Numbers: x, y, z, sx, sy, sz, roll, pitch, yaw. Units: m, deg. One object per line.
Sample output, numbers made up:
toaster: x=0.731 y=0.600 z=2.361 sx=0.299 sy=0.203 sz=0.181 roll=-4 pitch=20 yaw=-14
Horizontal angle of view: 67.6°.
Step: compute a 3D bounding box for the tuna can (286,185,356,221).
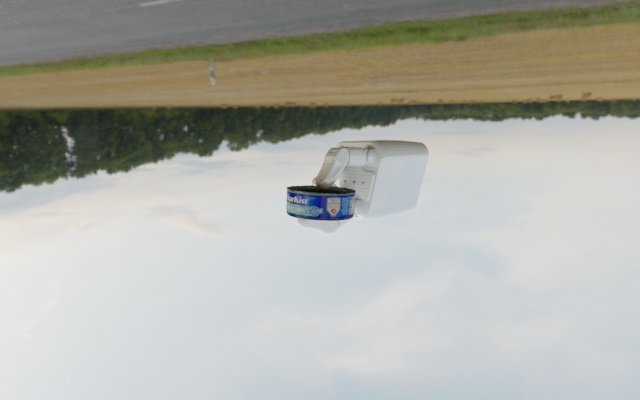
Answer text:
tuna can: x=0.000 y=0.003 z=0.592 sx=0.086 sy=0.034 sz=0.086 roll=3 pitch=7 yaw=0
